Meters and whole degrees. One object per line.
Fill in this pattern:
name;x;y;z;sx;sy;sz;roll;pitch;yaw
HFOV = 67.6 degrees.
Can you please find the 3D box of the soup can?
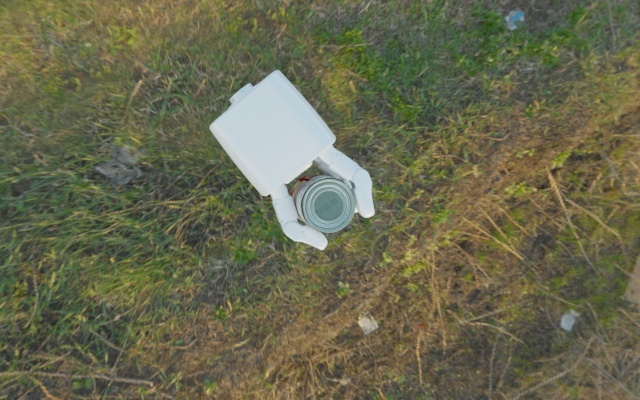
soup can;0.000;0.002;0.610;0.068;0.068;0.102;0;5;-12
